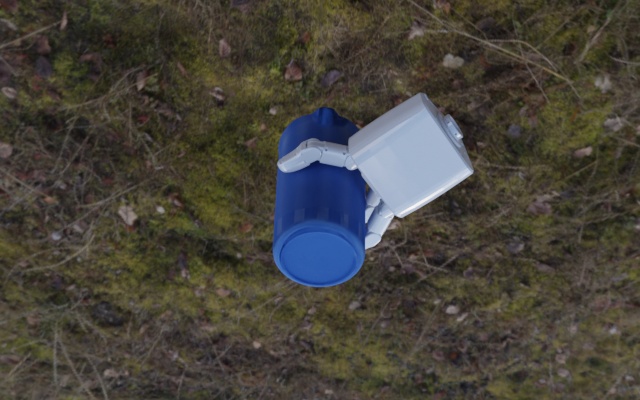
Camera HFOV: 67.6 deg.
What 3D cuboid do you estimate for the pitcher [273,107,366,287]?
[{"bbox_3d":[0.000,0.002,0.648,0.145,0.149,0.242,-32,31,24],"label":"pitcher"}]
